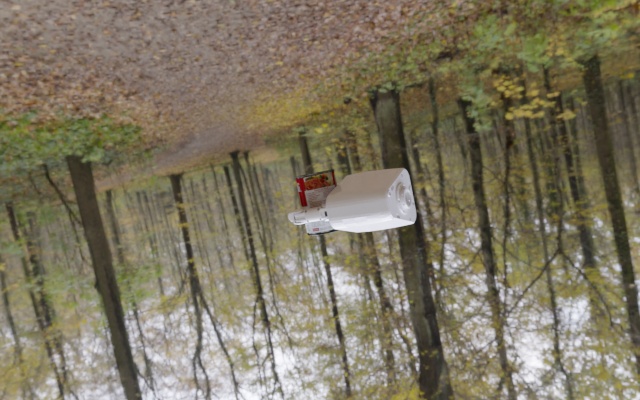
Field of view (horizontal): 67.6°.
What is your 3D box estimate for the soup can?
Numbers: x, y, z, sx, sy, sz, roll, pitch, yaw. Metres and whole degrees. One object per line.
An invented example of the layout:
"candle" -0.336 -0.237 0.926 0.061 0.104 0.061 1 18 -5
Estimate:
"soup can" 0.000 0.003 0.812 0.068 0.102 0.068 -12 4 1
